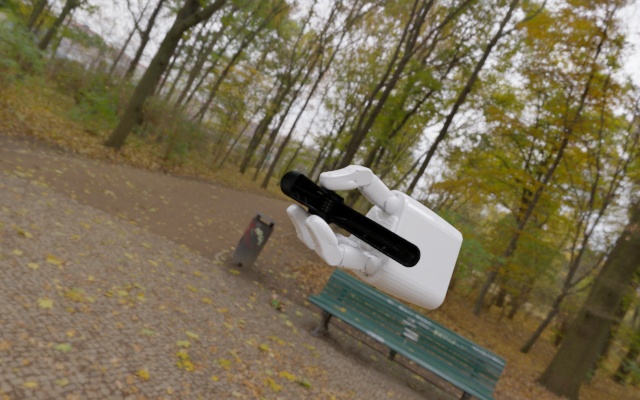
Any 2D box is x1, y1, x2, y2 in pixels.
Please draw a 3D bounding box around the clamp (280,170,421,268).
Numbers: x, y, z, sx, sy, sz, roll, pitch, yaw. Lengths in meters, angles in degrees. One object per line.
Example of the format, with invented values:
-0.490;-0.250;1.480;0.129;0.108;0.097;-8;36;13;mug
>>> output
0.000;0.001;0.536;0.164;0.036;0.210;33;-1;-27;clamp
